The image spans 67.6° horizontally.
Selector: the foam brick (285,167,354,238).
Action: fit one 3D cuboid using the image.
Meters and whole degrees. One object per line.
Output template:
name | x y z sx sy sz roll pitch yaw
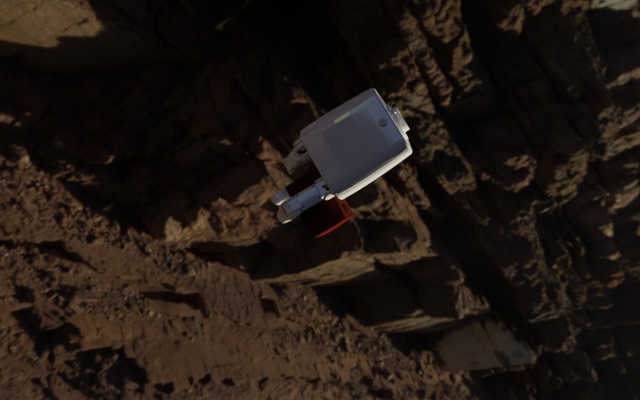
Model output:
foam brick | 0.000 0.002 0.623 0.051 0.078 0.053 -31 -5 14
